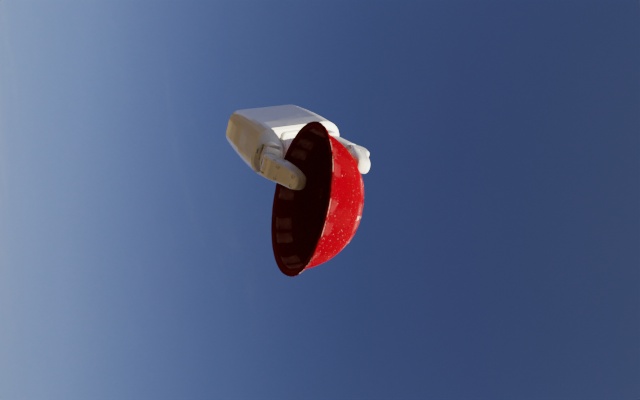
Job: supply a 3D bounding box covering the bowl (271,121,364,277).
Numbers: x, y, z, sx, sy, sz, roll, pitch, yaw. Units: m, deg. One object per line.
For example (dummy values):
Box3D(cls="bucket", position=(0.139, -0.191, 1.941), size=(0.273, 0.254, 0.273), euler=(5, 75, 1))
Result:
Box3D(cls="bowl", position=(0.001, 0.003, 0.502), size=(0.055, 0.162, 0.162), euler=(10, -4, -23))
